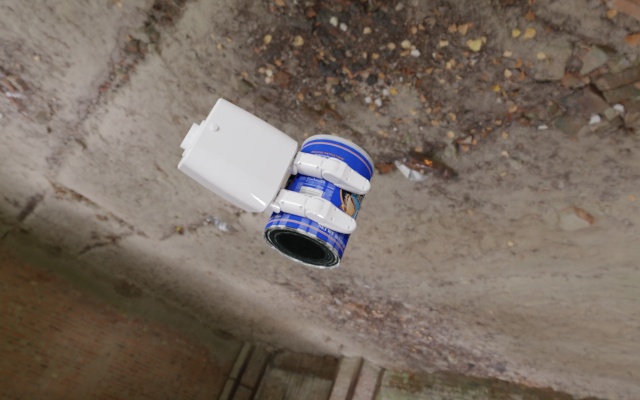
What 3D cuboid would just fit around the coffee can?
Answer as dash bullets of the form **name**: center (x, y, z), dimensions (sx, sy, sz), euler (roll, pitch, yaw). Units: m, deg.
- **coffee can**: center (0.000, 0.002, 0.612), dimensions (0.103, 0.140, 0.103), euler (18, -27, 9)
